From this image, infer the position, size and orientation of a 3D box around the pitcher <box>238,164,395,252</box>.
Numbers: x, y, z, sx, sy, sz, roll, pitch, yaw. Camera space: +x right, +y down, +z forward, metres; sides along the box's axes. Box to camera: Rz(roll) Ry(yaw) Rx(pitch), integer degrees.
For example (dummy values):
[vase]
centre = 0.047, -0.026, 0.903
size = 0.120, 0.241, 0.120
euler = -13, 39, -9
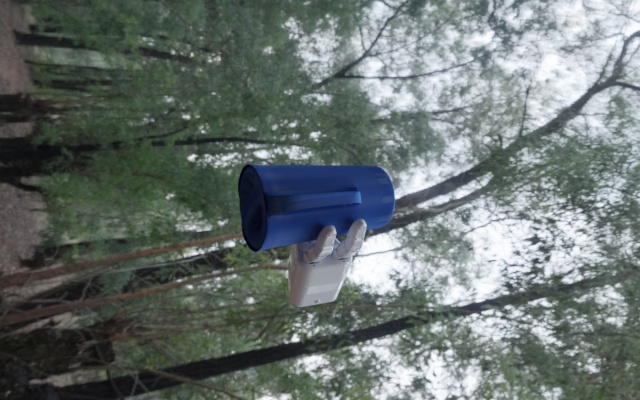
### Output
[pitcher]
centre = 0.000, 0.003, 0.764
size = 0.243, 0.145, 0.149
euler = -5, 42, -26
